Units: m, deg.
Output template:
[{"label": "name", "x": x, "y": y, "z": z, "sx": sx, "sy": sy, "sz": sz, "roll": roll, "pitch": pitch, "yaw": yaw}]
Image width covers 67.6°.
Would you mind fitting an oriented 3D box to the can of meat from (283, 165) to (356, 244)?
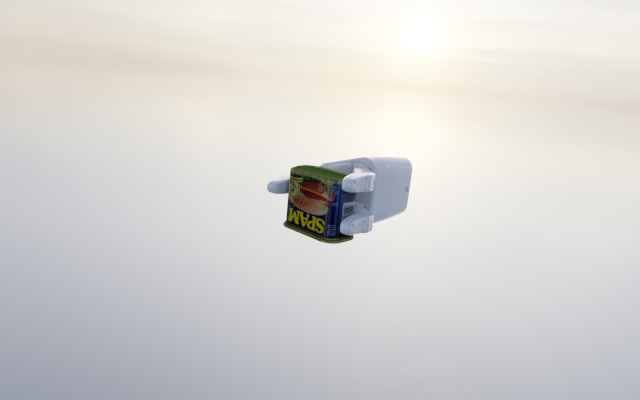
[{"label": "can of meat", "x": 0.000, "y": 0.002, "z": 0.639, "sx": 0.057, "sy": 0.084, "sz": 0.102, "roll": -8, "pitch": 19, "yaw": -44}]
